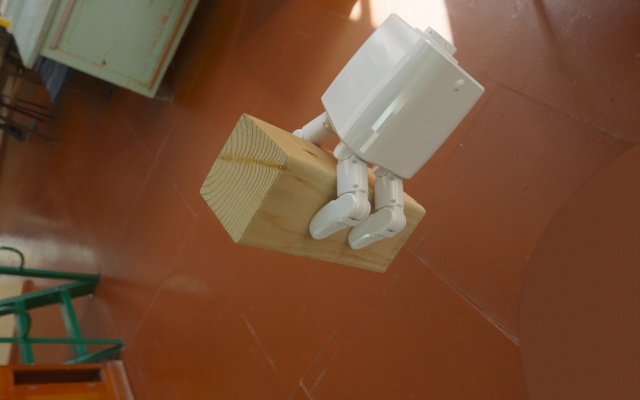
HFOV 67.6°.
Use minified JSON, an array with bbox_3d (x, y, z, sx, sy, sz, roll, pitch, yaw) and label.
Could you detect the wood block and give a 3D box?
[{"bbox_3d":[0.000,0.001,0.484,0.206,0.090,0.090,18,19,-44],"label":"wood block"}]
